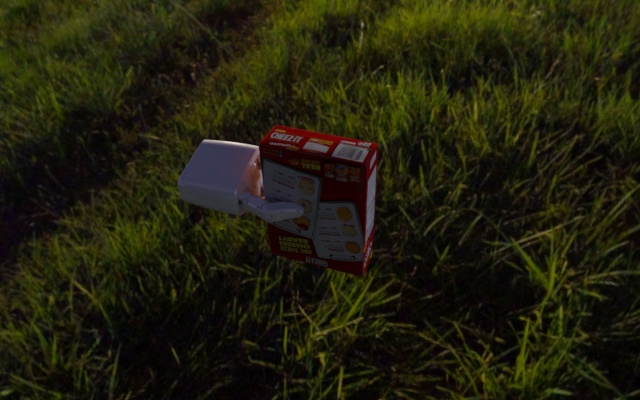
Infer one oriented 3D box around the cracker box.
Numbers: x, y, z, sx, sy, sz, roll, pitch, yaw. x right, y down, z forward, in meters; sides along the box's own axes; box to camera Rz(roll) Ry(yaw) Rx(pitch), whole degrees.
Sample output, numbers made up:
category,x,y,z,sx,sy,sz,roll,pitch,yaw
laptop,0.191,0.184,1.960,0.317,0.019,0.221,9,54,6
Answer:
category,x,y,z,sx,sy,sz,roll,pitch,yaw
cracker box,0.000,0.002,0.733,0.164,0.214,0.072,12,40,18
